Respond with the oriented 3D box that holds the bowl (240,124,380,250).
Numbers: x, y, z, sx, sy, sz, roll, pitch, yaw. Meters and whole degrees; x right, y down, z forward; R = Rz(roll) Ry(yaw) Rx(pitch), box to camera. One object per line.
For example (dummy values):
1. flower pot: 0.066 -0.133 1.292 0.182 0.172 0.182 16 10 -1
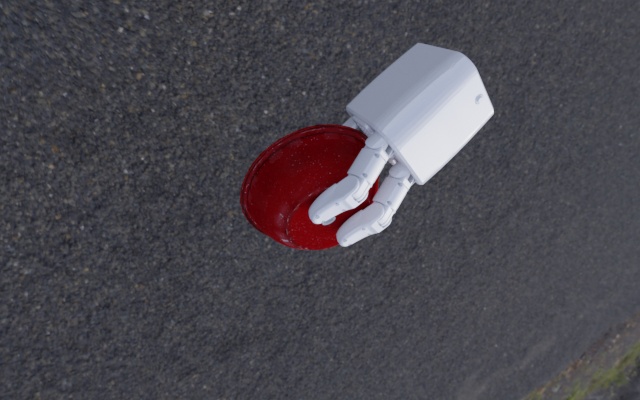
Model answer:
1. bowl: -0.001 0.003 0.505 0.162 0.162 0.055 0 41 -26
